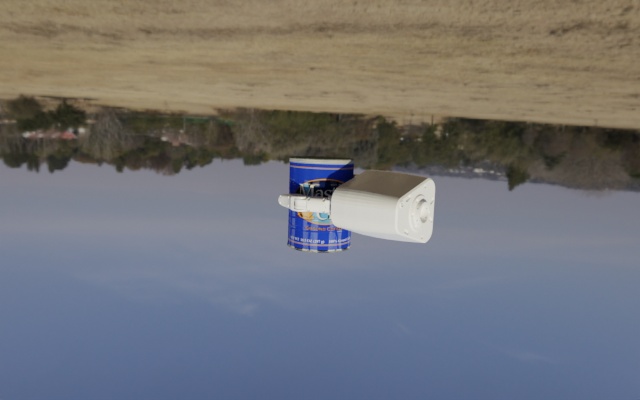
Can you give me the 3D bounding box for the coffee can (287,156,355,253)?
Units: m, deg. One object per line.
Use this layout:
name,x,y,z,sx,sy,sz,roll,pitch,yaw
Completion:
coffee can,0.000,0.002,0.754,0.103,0.140,0.103,2,8,0
